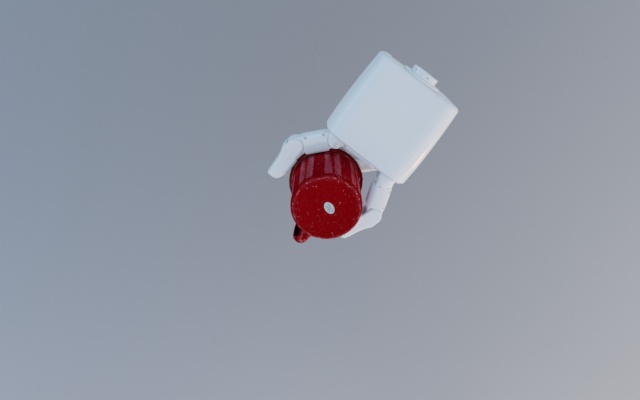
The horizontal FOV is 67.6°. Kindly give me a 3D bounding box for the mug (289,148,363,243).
[{"bbox_3d":[-0.001,0.003,0.570,0.093,0.117,0.081,31,21,-13],"label":"mug"}]
